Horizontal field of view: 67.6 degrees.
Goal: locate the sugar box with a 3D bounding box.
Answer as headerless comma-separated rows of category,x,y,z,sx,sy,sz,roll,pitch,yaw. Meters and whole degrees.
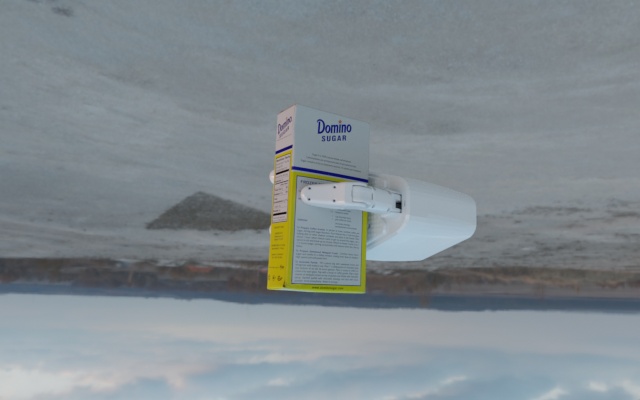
sugar box,0.000,0.002,0.476,0.093,0.176,0.048,9,-13,-32
